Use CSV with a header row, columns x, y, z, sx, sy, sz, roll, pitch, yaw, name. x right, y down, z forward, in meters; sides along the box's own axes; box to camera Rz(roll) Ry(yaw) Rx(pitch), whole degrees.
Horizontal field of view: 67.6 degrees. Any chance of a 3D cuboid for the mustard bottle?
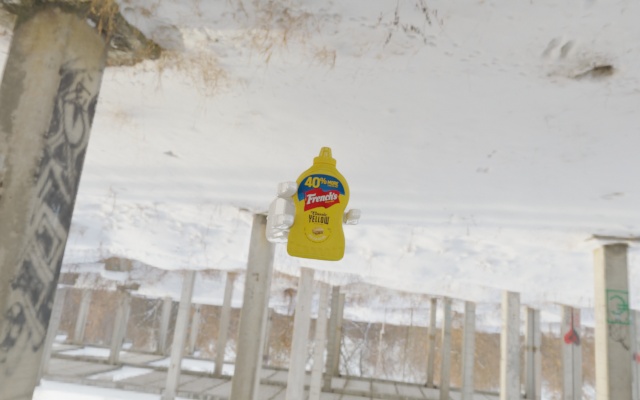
x,y,z,sx,sy,sz,roll,pitch,yaw,name
0.000,0.003,0.805,0.096,0.191,0.058,6,-12,0,mustard bottle
